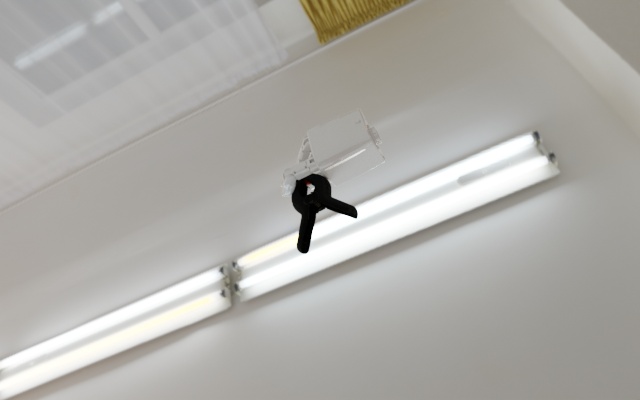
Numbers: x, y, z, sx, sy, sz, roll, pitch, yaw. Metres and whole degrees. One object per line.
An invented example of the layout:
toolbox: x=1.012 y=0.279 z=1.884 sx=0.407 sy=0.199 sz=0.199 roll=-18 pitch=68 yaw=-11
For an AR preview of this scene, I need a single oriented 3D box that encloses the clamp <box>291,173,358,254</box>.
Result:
clamp: x=0.000 y=0.003 z=0.837 sx=0.120 sy=0.171 sz=0.039 roll=-25 pitch=-42 yaw=13
